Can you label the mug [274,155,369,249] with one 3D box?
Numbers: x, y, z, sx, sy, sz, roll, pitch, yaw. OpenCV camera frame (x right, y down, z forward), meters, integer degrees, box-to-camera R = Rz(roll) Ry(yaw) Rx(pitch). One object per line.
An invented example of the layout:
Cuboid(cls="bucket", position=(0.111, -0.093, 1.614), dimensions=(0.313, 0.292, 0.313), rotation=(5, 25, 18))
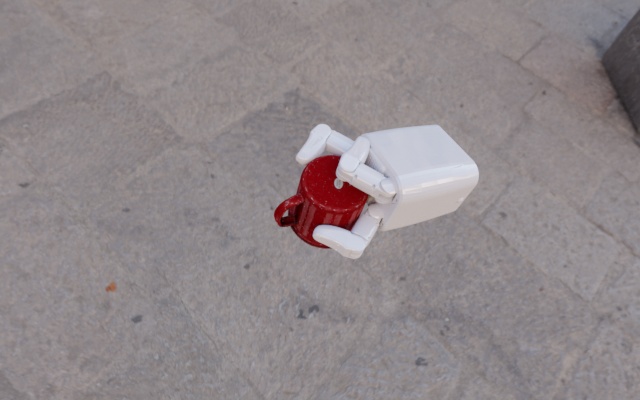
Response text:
Cuboid(cls="mug", position=(-0.001, 0.002, 0.572), dimensions=(0.117, 0.093, 0.081), rotation=(-14, -28, -19))
